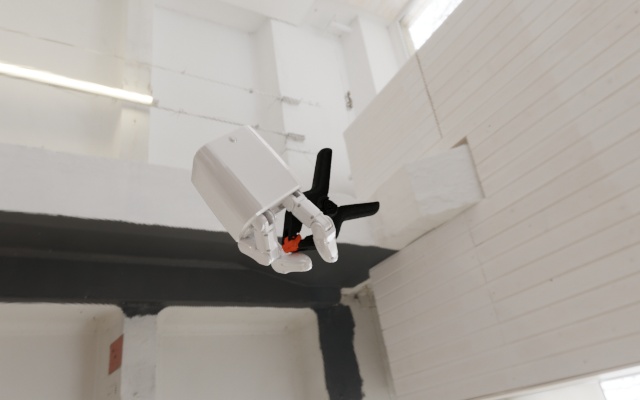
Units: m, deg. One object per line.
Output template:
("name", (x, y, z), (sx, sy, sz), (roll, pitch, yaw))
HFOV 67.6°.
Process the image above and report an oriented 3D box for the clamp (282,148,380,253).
("clamp", (0.000, 0.003, 0.645), (0.171, 0.120, 0.039), (-36, -6, -42))
